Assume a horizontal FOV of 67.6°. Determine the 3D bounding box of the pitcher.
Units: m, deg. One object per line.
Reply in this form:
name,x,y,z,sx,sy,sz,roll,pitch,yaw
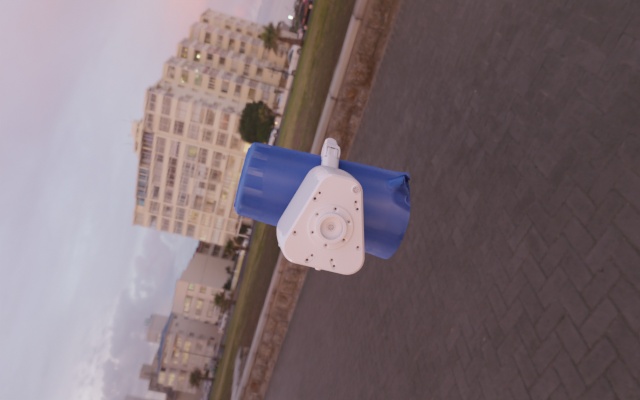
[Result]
pitcher,0.000,0.002,0.709,0.243,0.149,0.145,14,7,-8
